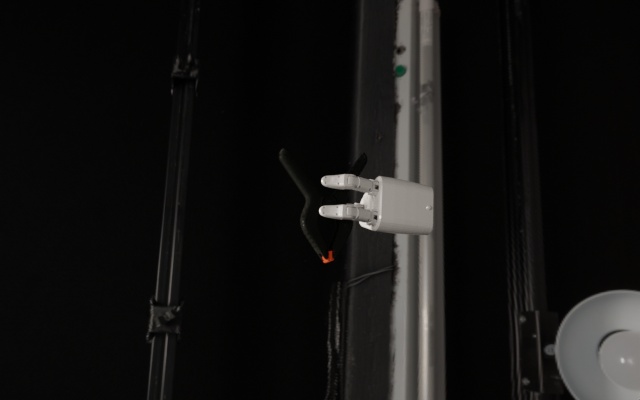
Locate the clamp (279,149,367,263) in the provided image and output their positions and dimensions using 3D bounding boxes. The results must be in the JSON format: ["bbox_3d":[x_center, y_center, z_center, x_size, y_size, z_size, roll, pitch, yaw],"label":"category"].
[{"bbox_3d":[0.000,0.004,0.845,0.164,0.210,0.036,8,-15,-12],"label":"clamp"}]
